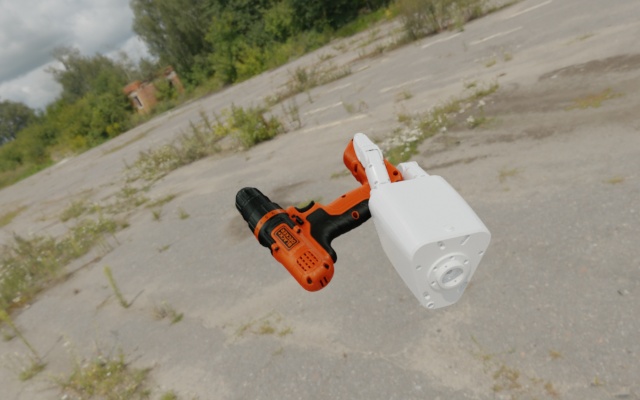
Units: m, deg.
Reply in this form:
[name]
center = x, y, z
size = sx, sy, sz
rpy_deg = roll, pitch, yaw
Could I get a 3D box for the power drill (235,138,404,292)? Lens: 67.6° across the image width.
[power drill]
center = 0.001, 0.002, 0.616
size = 0.184, 0.187, 0.057
rpy_deg = 44, -12, 32
